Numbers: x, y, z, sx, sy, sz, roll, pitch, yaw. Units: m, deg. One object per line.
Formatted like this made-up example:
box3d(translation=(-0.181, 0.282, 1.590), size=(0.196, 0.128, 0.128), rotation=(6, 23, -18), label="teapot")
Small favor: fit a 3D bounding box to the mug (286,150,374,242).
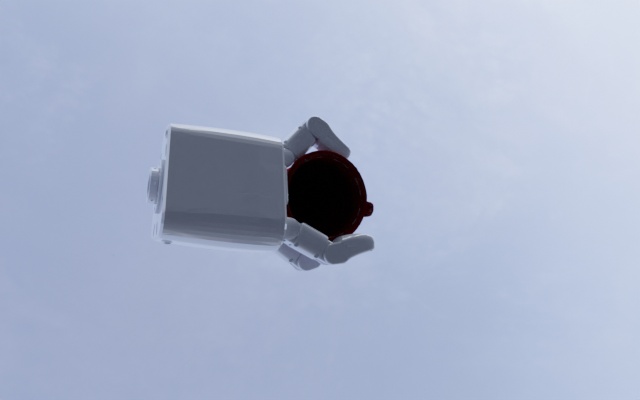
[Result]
box3d(translation=(0.001, 0.002, 0.511), size=(0.117, 0.093, 0.081), rotation=(8, -9, -24), label="mug")
